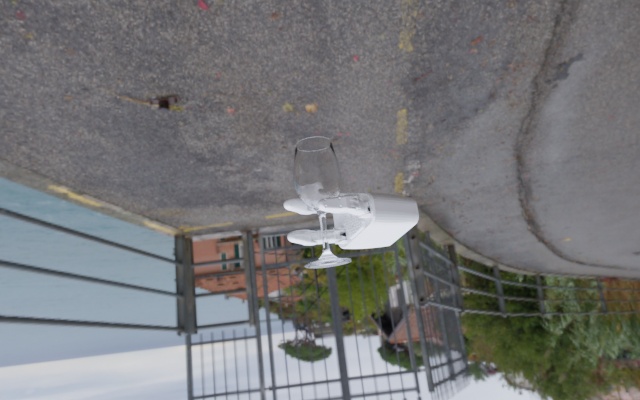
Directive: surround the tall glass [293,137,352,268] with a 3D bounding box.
[{"bbox_3d":[0.000,0.003,0.760,0.079,0.201,0.079,-7,-15,-2],"label":"tall glass"}]
